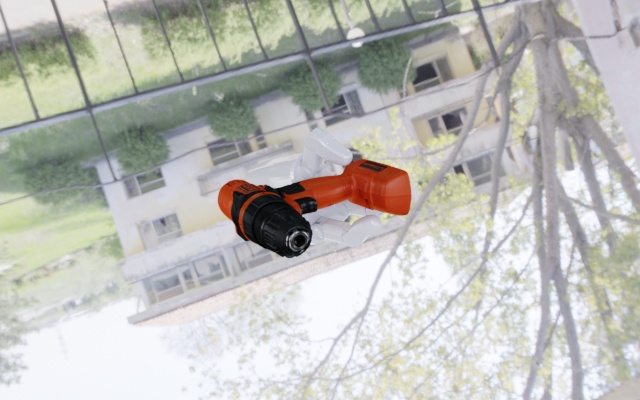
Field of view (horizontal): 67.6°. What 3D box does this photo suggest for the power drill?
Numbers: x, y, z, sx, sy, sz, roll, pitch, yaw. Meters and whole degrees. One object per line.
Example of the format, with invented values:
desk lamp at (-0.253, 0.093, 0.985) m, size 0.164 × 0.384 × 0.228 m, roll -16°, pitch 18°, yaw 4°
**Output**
power drill at (0.000, 0.002, 0.505) m, size 0.187 × 0.057 × 0.184 m, roll -10°, pitch 19°, yaw -26°
